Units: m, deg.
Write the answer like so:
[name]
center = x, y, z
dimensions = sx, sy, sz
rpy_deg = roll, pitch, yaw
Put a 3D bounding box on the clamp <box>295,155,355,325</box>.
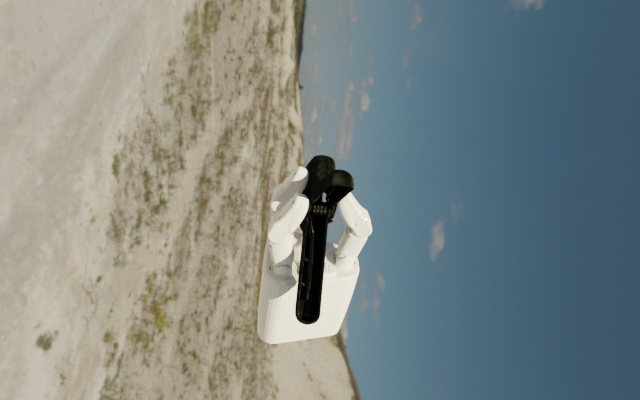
[clamp]
center = 0.001, 0.002, 0.512
dimensions = 0.036, 0.165, 0.209
rpy_deg = 10, 33, -8
